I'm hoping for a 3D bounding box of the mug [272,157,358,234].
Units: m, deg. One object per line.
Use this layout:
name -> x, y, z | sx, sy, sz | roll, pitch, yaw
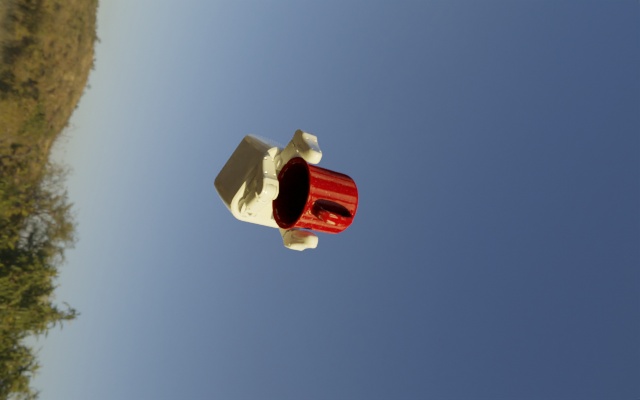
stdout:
mug -> 0.001, 0.002, 0.609 | 0.081, 0.093, 0.117 | 13, 14, -33
